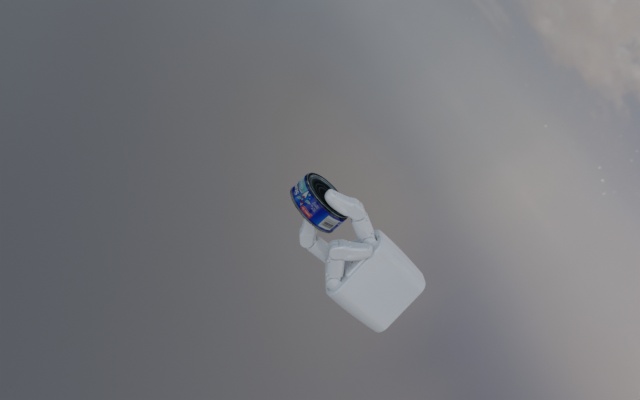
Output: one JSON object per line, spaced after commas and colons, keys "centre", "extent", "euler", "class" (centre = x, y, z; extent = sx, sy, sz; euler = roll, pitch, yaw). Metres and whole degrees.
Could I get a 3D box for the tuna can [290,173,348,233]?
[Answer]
{"centre": [0.000, 0.002, 0.672], "extent": [0.034, 0.086, 0.086], "euler": [-42, -18, 21], "class": "tuna can"}
